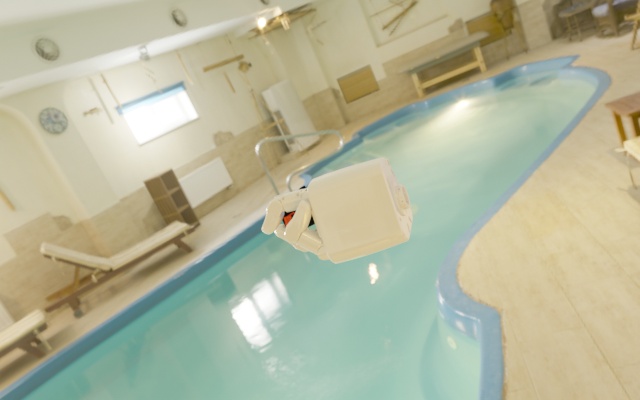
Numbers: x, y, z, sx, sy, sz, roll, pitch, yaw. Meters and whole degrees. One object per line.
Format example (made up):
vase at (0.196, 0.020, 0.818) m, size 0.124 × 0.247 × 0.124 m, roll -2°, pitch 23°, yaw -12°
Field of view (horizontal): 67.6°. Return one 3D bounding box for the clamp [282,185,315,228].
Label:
clamp at (0.000, 0.002, 0.724) m, size 0.120 × 0.039 × 0.171 m, roll -18°, pitch 16°, yaw 21°
